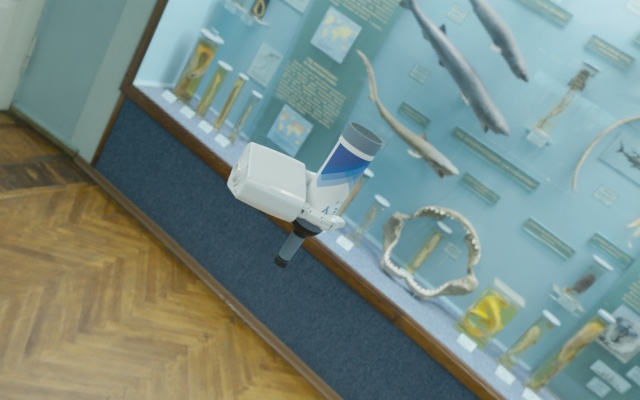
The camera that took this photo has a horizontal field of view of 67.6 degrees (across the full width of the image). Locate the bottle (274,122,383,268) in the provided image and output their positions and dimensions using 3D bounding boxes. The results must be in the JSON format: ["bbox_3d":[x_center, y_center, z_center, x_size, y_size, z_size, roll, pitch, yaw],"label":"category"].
[{"bbox_3d":[0.000,0.003,0.843,0.069,0.296,0.069,29,21,-12],"label":"bottle"}]
